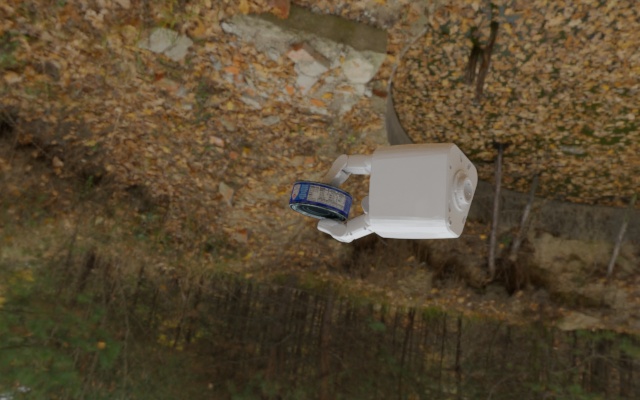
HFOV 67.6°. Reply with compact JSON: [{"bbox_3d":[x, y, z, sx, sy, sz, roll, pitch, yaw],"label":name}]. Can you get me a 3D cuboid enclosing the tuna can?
[{"bbox_3d":[0.000,0.003,0.664,0.086,0.033,0.086,13,-13,3],"label":"tuna can"}]
